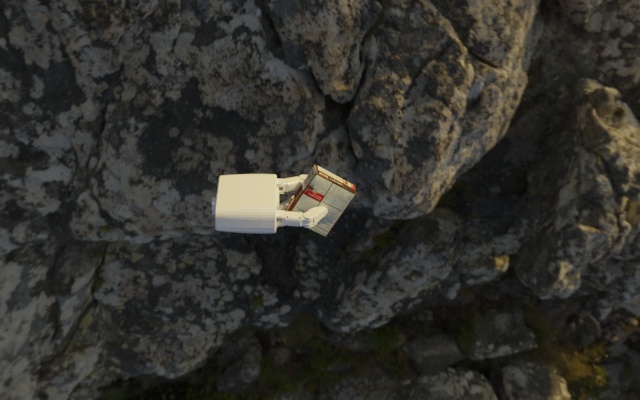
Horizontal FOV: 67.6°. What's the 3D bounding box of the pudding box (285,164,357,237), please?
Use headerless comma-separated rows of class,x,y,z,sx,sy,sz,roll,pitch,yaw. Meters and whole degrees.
pudding box,0.000,0.003,0.886,0.090,0.113,0.039,27,25,-18
